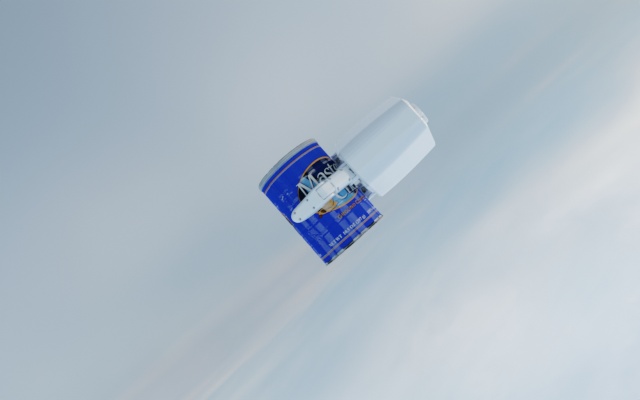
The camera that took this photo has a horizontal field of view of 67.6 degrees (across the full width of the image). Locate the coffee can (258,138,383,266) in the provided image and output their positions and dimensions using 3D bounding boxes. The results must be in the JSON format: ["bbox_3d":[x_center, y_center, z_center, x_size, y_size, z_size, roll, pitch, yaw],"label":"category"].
[{"bbox_3d":[0.000,0.002,0.645,0.103,0.140,0.103,-41,-5,-4],"label":"coffee can"}]
